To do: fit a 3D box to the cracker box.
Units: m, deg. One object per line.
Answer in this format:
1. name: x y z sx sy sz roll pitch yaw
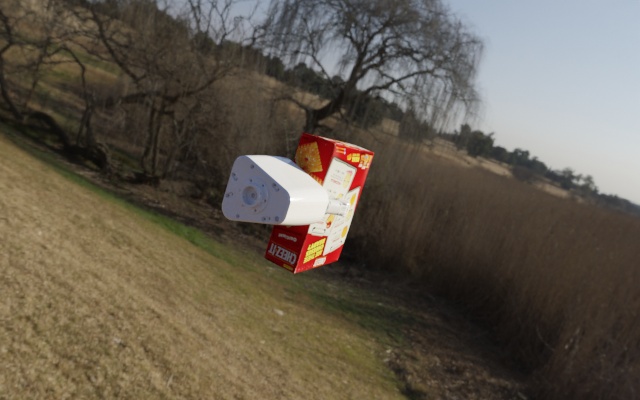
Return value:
1. cracker box: 0.000 0.003 0.810 0.072 0.214 0.164 23 11 25
